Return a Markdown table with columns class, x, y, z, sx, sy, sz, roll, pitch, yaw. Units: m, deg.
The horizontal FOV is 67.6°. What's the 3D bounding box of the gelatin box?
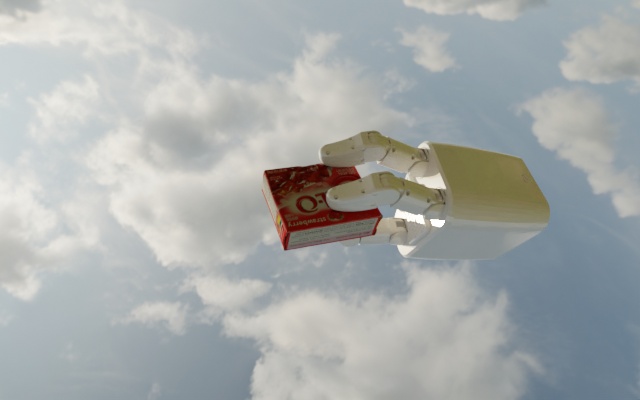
| class | x | y | z | sx | sy | sz | roll | pitch | yaw |
| --- | --- | --- | --- | --- | --- | --- | --- | --- | --- |
| gelatin box | 0.000 | 0.002 | 0.424 | 0.089 | 0.073 | 0.030 | -8 | -40 | -20 |
